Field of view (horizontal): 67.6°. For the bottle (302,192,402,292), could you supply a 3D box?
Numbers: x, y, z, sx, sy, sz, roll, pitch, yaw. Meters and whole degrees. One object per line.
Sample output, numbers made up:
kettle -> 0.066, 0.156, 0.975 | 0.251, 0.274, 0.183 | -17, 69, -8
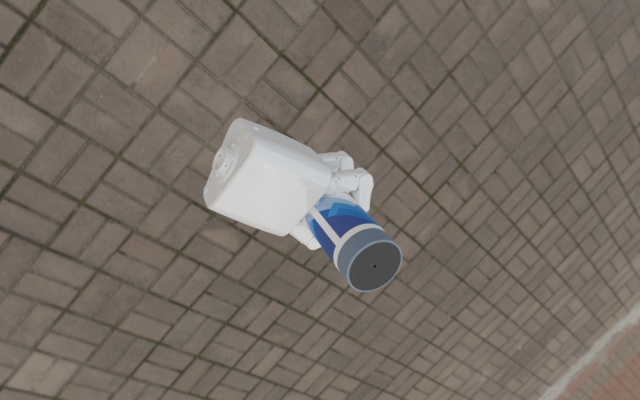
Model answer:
bottle -> 0.000, 0.002, 0.618 | 0.069, 0.069, 0.295 | 0, 27, -26
